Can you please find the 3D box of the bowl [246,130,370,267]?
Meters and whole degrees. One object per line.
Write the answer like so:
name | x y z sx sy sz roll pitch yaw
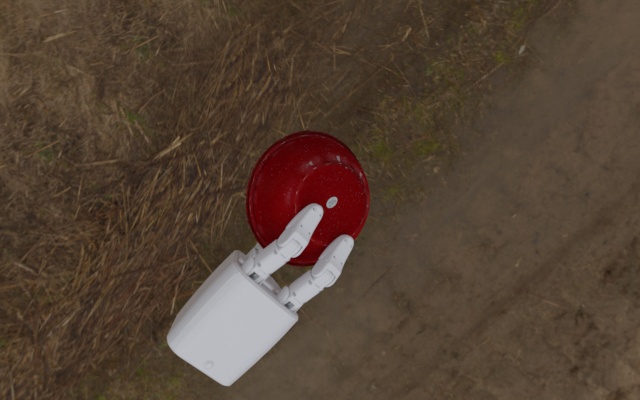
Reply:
bowl | 0.001 0.001 0.543 0.162 0.162 0.055 0 6 -29
